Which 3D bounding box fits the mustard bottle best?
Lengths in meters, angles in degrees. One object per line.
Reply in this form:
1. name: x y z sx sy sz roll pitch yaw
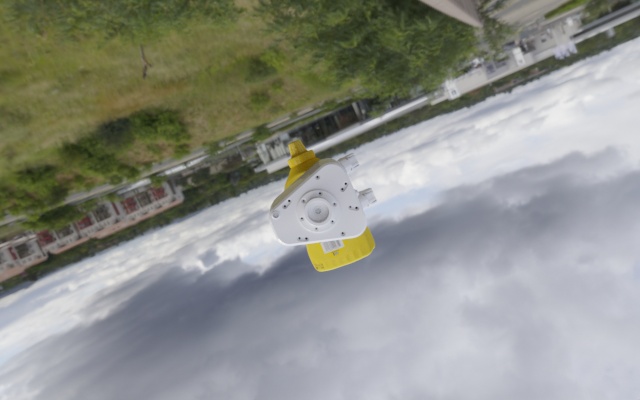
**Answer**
1. mustard bottle: 0.000 0.002 0.699 0.096 0.191 0.058 -22 6 24
